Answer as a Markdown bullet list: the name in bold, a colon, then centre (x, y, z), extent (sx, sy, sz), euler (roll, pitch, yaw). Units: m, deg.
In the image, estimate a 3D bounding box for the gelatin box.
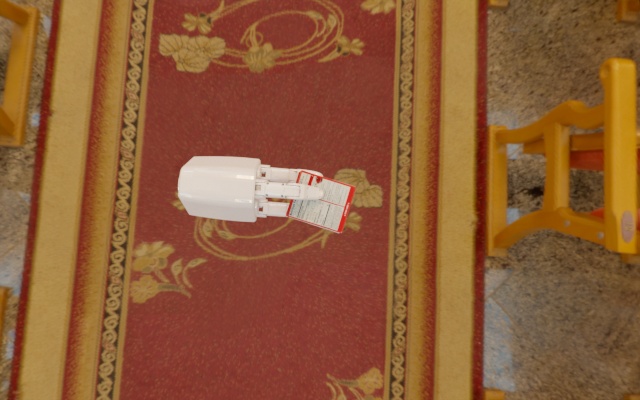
- **gelatin box**: centre (0.000, 0.002, 0.719), extent (0.089, 0.073, 0.030), euler (17, -5, -1)
